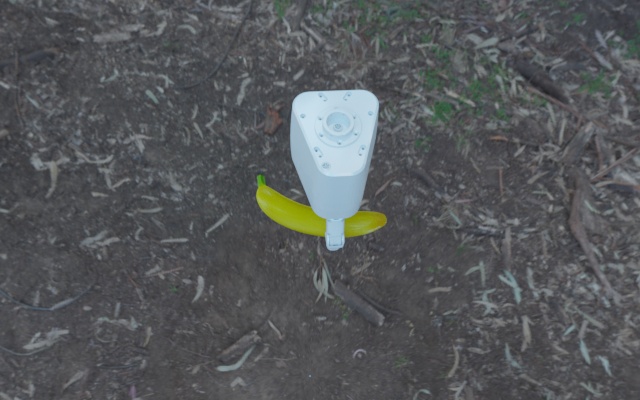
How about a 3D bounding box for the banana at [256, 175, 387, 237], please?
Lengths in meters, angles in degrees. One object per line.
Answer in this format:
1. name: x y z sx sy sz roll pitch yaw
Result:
1. banana: -0.010 0.016 0.658 0.198 0.069 0.037 19 -28 9
